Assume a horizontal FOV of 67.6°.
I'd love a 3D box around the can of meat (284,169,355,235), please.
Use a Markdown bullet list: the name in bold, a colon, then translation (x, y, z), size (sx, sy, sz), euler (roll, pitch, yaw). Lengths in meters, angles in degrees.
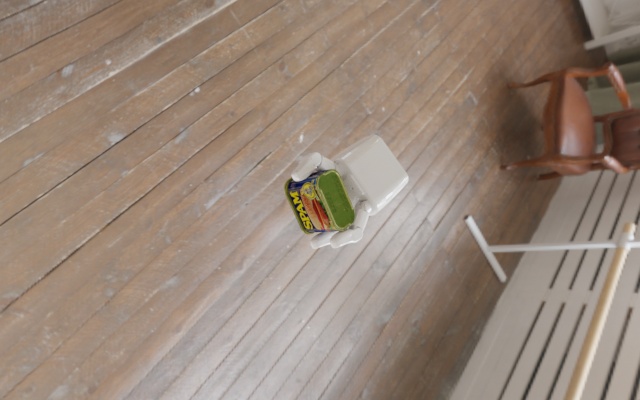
- **can of meat**: translation (0.000, 0.002, 0.767), size (0.057, 0.102, 0.084), euler (-34, 17, -37)
